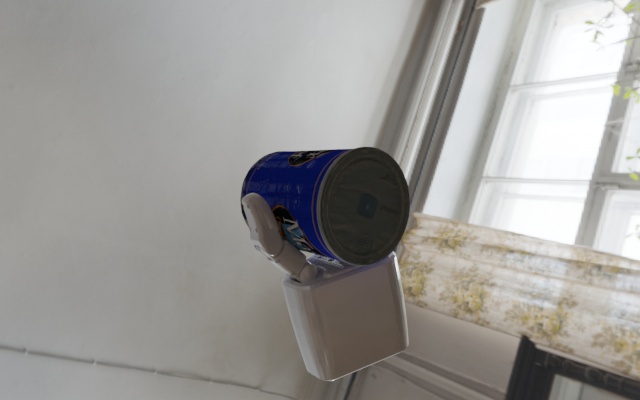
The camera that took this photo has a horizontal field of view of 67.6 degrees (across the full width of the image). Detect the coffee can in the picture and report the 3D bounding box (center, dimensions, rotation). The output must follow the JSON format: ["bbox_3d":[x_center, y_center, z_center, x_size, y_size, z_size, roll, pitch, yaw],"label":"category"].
[{"bbox_3d":[0.000,0.001,0.463,0.103,0.103,0.140,0,3,-37],"label":"coffee can"}]
